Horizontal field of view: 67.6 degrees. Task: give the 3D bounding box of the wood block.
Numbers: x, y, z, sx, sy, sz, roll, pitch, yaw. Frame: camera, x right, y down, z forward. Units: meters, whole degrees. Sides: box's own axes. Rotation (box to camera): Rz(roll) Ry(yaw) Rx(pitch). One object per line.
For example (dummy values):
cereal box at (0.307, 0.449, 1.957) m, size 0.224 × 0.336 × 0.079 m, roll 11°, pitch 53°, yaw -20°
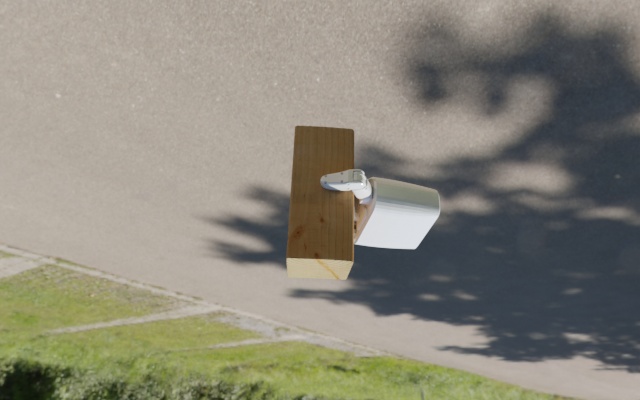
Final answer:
wood block at (0.001, 0.002, 0.702) m, size 0.090 × 0.206 × 0.091 m, roll 3°, pitch -25°, yaw -3°
